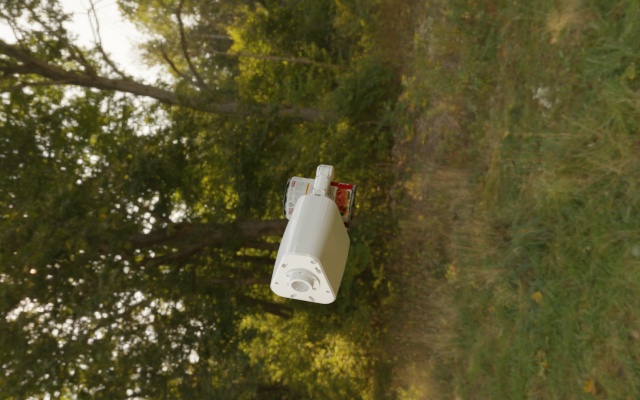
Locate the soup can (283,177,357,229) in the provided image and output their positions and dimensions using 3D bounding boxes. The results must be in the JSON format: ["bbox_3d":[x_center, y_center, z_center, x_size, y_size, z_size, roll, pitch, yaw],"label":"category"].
[{"bbox_3d":[0.000,0.002,0.734,0.102,0.068,0.068,8,1,8],"label":"soup can"}]
